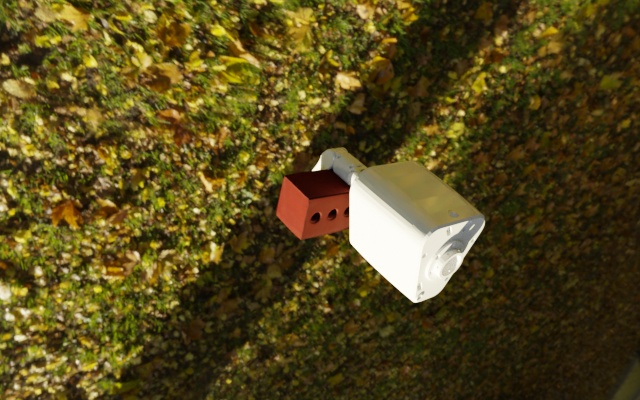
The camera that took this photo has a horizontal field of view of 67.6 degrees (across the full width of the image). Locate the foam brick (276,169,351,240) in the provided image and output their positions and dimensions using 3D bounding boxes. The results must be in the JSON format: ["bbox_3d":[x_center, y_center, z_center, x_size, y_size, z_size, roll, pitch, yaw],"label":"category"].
[{"bbox_3d":[0.000,0.002,0.523,0.078,0.053,0.051,-11,39,-34],"label":"foam brick"}]
